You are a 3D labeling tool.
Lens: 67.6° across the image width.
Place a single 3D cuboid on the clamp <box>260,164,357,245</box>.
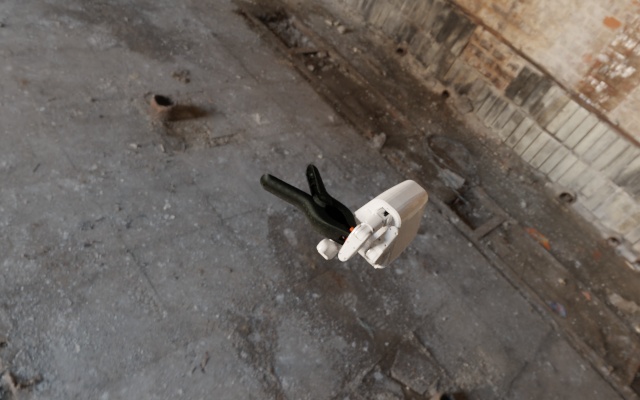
[{"bbox_3d":[0.000,0.002,0.742,0.171,0.039,0.120,42,42,14],"label":"clamp"}]
